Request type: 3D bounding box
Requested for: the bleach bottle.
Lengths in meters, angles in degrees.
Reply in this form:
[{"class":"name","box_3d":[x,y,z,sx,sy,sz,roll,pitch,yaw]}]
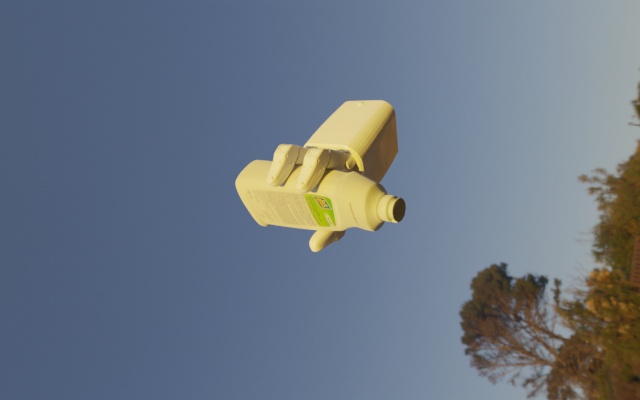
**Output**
[{"class":"bleach bottle","box_3d":[0.000,0.002,0.629,0.251,0.103,0.068,9,50,41]}]
